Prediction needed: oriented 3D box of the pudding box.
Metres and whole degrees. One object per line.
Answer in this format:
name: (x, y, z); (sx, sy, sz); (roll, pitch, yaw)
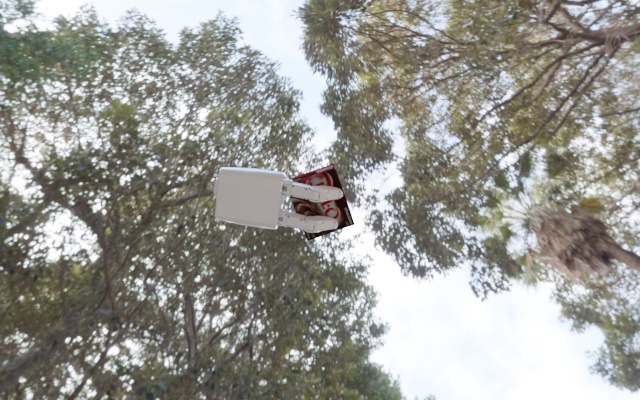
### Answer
pudding box: (0.000, 0.003, 0.829); (0.090, 0.113, 0.039); (-19, 21, 5)
